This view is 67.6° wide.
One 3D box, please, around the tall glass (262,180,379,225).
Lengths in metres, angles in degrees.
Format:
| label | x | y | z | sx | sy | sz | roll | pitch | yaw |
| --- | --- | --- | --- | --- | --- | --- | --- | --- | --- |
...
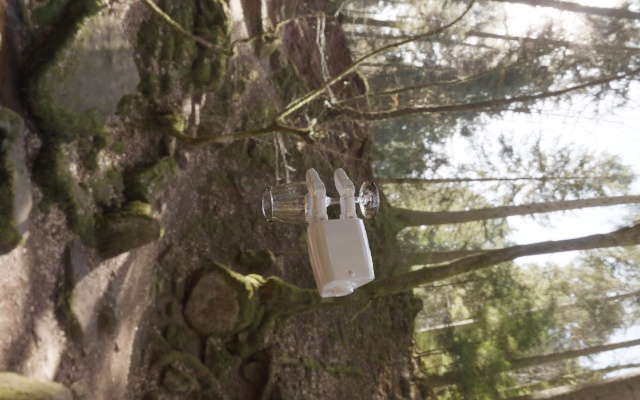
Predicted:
| label | x | y | z | sx | sy | sz | roll | pitch | yaw |
| --- | --- | --- | --- | --- | --- | --- | --- | --- | --- |
| tall glass | 0.001 | 0.003 | 0.863 | 0.201 | 0.079 | 0.079 | -3 | 1 | -22 |
